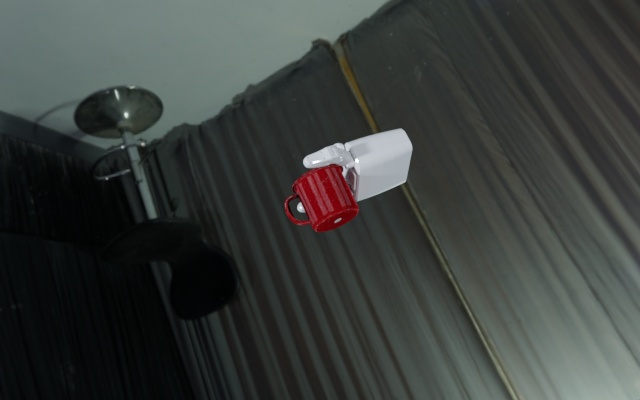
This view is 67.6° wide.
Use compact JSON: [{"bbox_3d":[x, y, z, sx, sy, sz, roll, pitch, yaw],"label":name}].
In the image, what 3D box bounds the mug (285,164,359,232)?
[{"bbox_3d":[-0.001,0.003,0.776,0.117,0.081,0.093,-19,-20,-15],"label":"mug"}]
